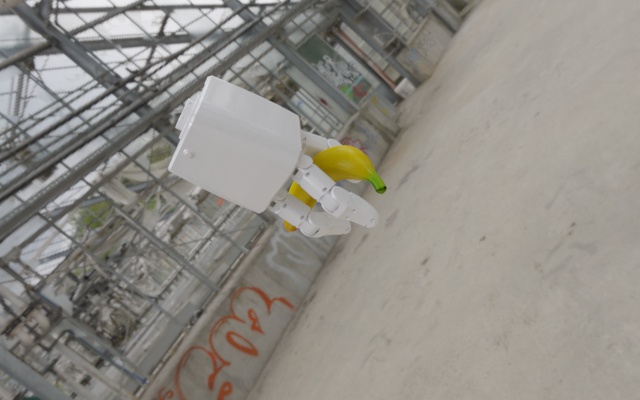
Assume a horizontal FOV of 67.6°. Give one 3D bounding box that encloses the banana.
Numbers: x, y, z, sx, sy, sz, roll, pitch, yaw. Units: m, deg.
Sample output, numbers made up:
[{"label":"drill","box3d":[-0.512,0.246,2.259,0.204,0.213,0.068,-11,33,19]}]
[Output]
[{"label":"banana","box3d":[0.001,-0.017,0.544,0.037,0.069,0.198,6,-18,-29]}]
